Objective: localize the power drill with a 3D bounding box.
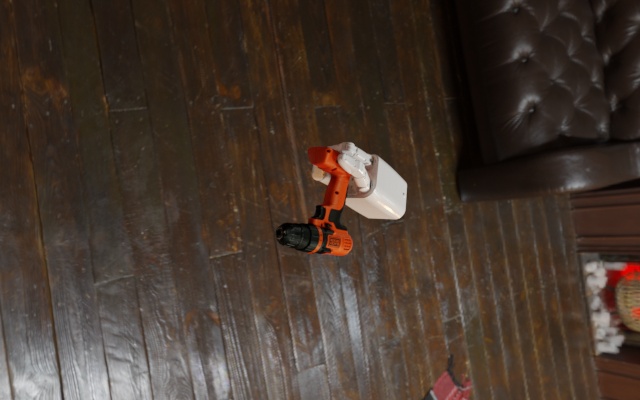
[{"bbox_3d":[0.000,0.002,0.855,0.057,0.187,0.184,7,-6,39],"label":"power drill"}]
